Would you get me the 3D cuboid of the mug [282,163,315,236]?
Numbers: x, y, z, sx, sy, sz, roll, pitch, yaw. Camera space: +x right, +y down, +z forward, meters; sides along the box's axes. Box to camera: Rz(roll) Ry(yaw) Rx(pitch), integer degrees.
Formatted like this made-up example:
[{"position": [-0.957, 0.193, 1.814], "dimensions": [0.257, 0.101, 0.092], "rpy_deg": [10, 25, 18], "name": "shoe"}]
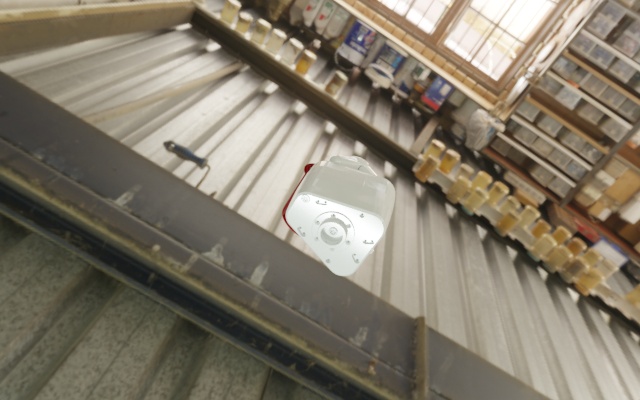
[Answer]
[{"position": [0.000, 0.002, 0.698], "dimensions": [0.093, 0.081, 0.117], "rpy_deg": [34, 25, -1], "name": "mug"}]
